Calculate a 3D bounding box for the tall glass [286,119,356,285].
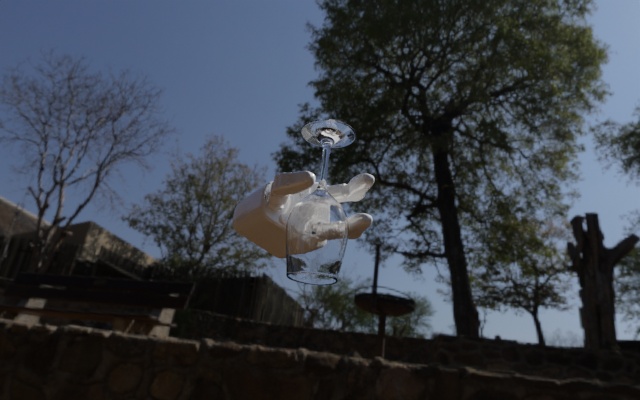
[{"bbox_3d":[0.000,0.001,0.604,0.079,0.201,0.079,5,-22,2],"label":"tall glass"}]
